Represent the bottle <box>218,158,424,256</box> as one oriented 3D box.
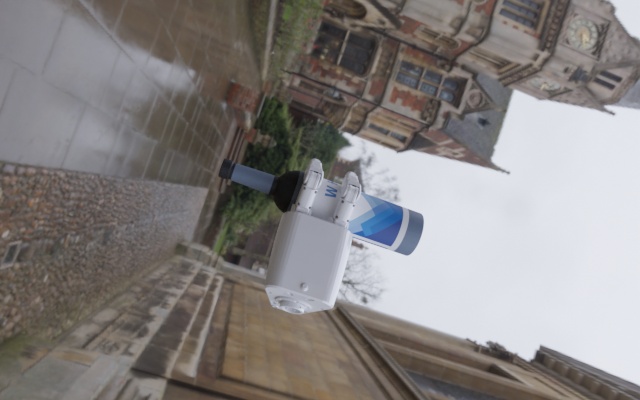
[{"bbox_3d":[0.000,0.002,0.683,0.296,0.069,0.069,19,-3,-9],"label":"bottle"}]
